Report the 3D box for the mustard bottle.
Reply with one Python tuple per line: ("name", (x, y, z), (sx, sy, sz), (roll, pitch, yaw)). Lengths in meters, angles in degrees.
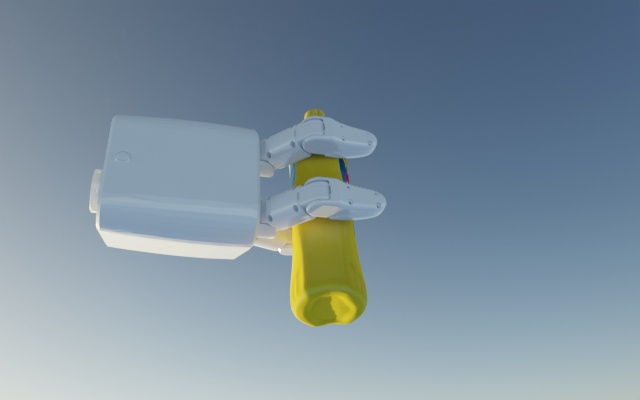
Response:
("mustard bottle", (0.000, 0.002, 0.404), (0.058, 0.191, 0.096), (-6, -30, 2))
